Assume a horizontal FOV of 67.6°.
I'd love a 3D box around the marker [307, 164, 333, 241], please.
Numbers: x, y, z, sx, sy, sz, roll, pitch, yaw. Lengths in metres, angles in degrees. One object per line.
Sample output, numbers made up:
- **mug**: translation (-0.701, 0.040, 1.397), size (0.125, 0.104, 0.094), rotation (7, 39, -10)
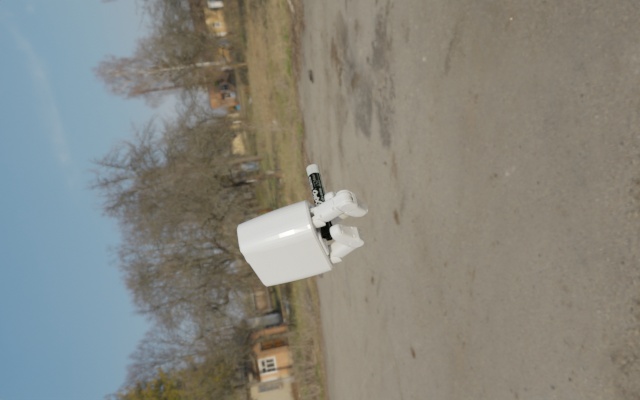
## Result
- **marker**: translation (0.000, 0.002, 0.675), size (0.020, 0.121, 0.020), rotation (-10, -30, -6)
